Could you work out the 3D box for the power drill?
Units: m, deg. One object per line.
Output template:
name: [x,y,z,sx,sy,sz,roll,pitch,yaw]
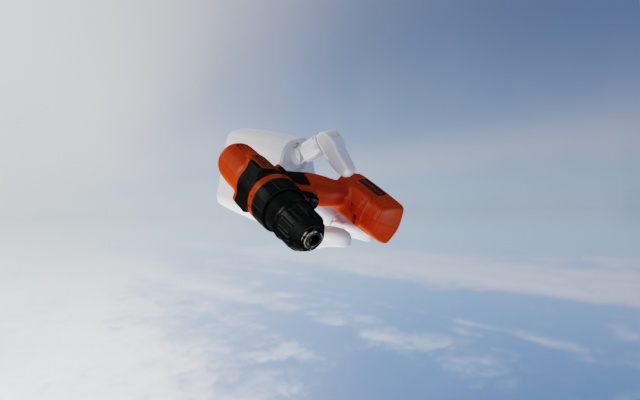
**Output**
power drill: [0.000,0.002,0.514,0.188,0.057,0.184,12,21,-39]
